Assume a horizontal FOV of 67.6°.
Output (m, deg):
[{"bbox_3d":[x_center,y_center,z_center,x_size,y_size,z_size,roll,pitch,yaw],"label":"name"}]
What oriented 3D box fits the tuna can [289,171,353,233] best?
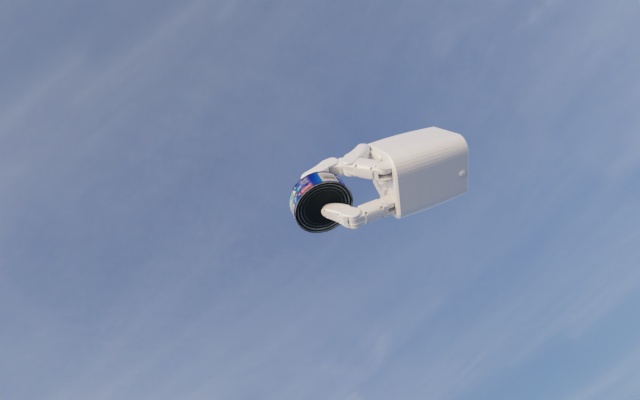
[{"bbox_3d":[0.000,0.002,0.670,0.086,0.086,0.033,0,34,-24],"label":"tuna can"}]
